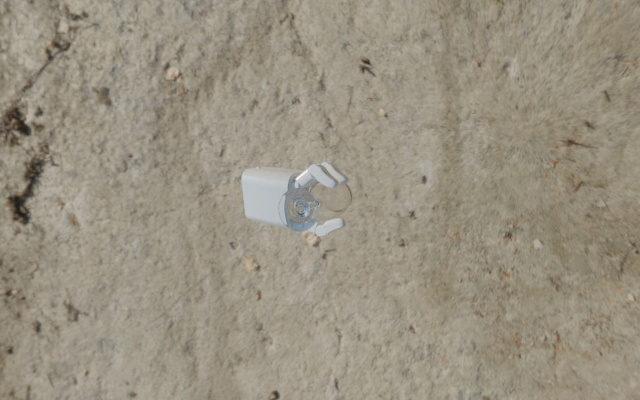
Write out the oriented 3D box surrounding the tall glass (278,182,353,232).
[{"bbox_3d":[0.000,0.003,0.891,0.079,0.079,0.201,0,7,23],"label":"tall glass"}]
